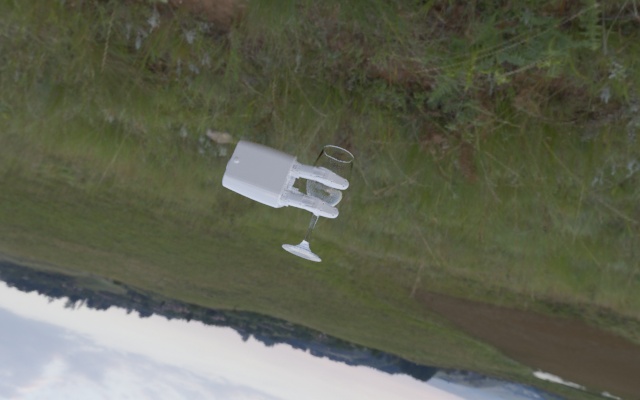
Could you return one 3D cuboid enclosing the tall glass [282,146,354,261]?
[{"bbox_3d":[0.000,0.004,0.863,0.079,0.201,0.079,19,-16,6],"label":"tall glass"}]
